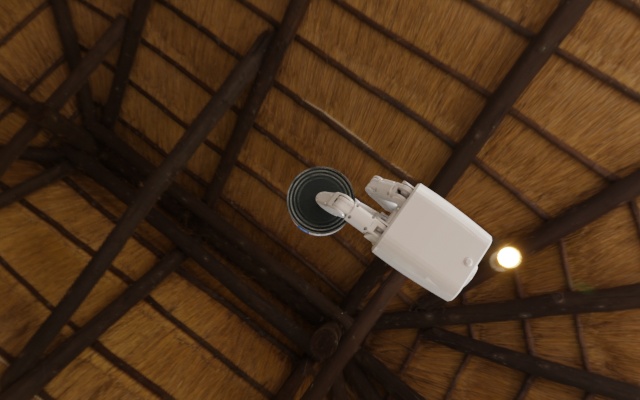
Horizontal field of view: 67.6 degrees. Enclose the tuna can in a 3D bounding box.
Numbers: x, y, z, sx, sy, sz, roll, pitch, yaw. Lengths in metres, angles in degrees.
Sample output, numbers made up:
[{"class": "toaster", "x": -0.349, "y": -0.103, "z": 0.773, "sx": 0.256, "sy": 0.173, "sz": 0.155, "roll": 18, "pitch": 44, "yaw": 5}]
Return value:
[{"class": "tuna can", "x": 0.000, "y": 0.002, "z": 0.609, "sx": 0.086, "sy": 0.086, "sz": 0.034, "roll": 0, "pitch": -10, "yaw": -2}]
